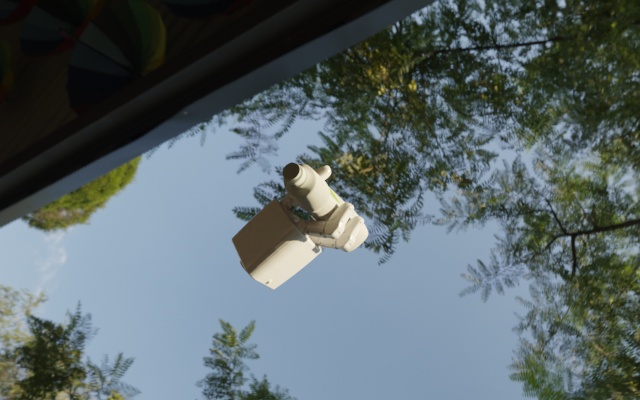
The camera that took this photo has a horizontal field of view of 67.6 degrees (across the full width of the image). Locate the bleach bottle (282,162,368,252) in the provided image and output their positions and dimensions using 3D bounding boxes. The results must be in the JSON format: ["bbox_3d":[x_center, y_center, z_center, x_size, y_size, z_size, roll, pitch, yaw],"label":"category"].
[{"bbox_3d":[0.000,0.003,0.786,0.102,0.068,0.251,50,2,33],"label":"bleach bottle"}]
